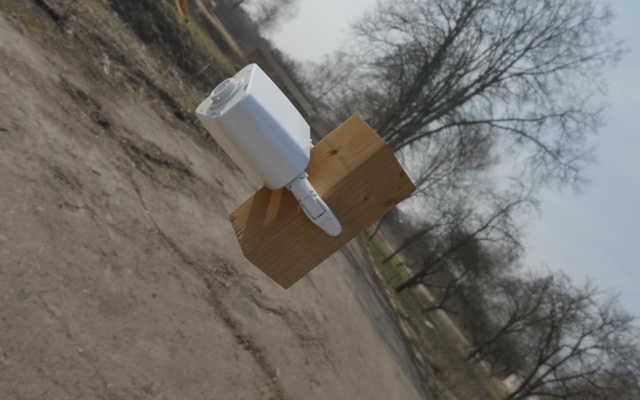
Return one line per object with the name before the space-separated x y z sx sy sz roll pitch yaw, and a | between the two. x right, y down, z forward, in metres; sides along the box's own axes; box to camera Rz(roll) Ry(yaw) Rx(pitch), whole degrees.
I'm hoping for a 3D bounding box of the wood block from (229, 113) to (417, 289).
wood block | 0.000 0.002 0.595 0.090 0.206 0.090 48 6 -41
